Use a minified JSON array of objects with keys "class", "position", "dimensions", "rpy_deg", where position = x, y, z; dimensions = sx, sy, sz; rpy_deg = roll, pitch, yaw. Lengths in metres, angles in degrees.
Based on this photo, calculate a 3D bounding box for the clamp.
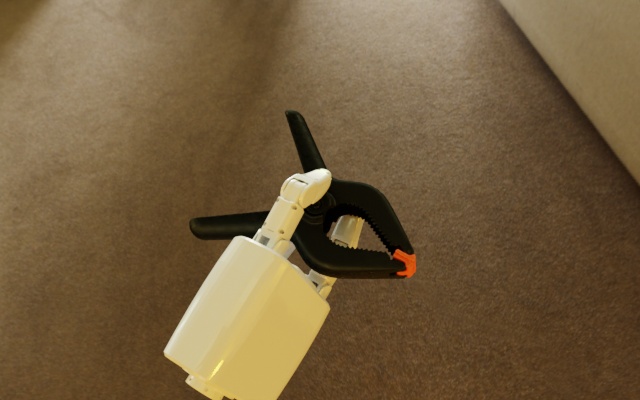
[{"class":"clamp","position":[0.000,0.001,0.447],"dimensions":[0.210,0.164,0.036],"rpy_deg":[23,-21,22]}]
